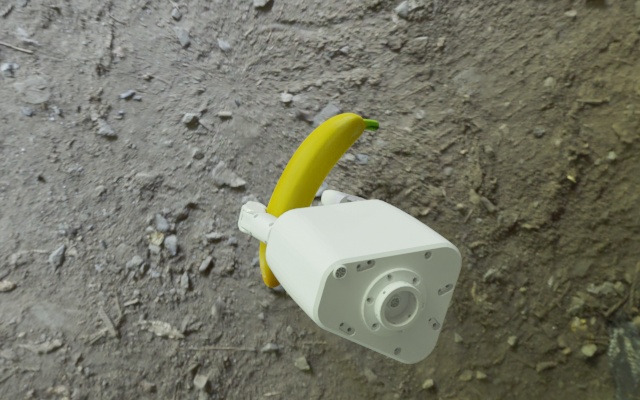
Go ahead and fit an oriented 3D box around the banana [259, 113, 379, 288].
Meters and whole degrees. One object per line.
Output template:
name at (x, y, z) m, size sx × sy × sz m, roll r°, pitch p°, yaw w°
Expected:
banana at (-0.010, -0.011, 0.450) m, size 0.070 × 0.198 × 0.037 m, roll 38°, pitch -7°, yaw -36°
